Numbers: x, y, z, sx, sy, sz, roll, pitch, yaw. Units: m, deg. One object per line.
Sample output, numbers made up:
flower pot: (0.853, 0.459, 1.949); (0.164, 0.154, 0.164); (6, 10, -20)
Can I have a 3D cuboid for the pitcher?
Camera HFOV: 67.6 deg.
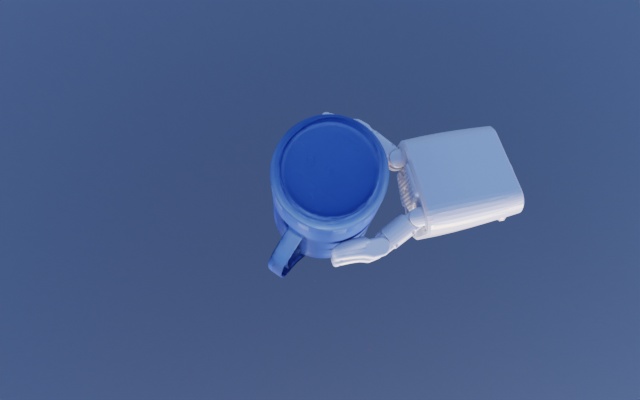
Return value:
pitcher: (0.000, 0.002, 0.536); (0.145, 0.149, 0.243); (-9, -9, -3)
